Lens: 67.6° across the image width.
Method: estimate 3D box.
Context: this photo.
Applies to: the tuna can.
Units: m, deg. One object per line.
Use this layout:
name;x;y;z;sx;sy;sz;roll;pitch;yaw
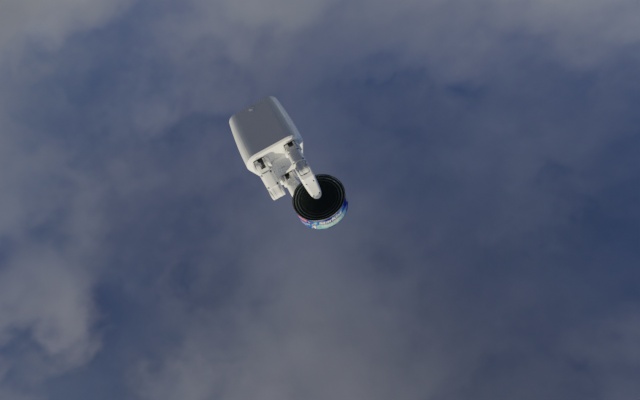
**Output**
tuna can;0.000;0.003;0.760;0.086;0.086;0.034;0;-31;15
